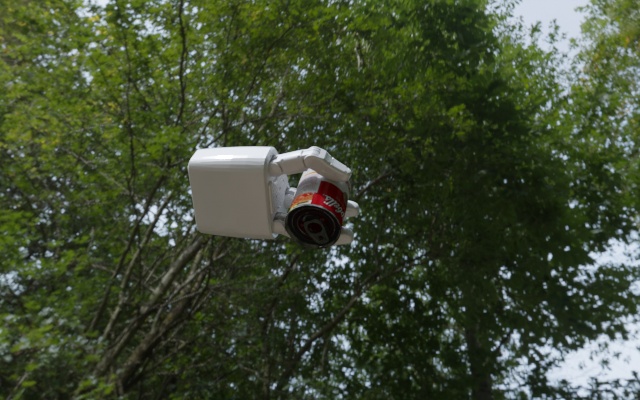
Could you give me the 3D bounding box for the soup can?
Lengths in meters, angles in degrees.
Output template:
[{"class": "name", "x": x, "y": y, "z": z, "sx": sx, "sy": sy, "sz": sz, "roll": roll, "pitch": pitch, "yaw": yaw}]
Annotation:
[{"class": "soup can", "x": 0.001, "y": 0.002, "z": 0.599, "sx": 0.068, "sy": 0.069, "sz": 0.102, "roll": 0, "pitch": 37, "yaw": 14}]
